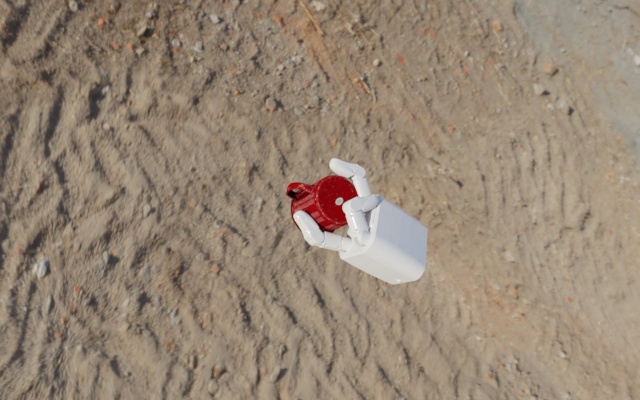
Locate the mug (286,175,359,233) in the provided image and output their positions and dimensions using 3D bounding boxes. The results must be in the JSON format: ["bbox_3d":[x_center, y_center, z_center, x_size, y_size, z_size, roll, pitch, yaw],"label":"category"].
[{"bbox_3d":[-0.001,0.002,0.764,0.117,0.093,0.081,30,-27,-18],"label":"mug"}]
